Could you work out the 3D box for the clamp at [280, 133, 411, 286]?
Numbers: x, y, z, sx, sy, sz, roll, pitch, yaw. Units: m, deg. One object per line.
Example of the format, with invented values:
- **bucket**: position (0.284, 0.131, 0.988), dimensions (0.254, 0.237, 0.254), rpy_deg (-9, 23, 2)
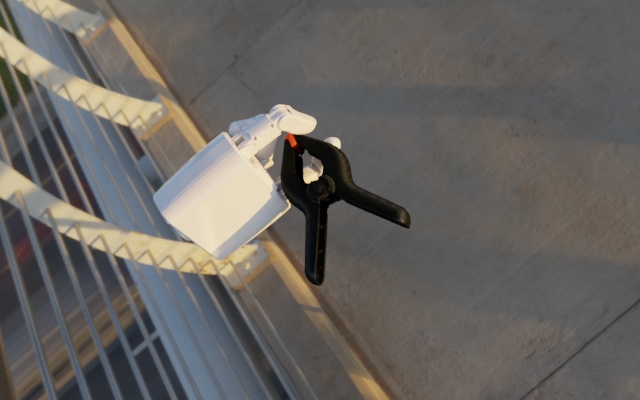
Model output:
- **clamp**: position (0.000, 0.001, 0.508), dimensions (0.120, 0.171, 0.039), rpy_deg (-39, -30, -1)
